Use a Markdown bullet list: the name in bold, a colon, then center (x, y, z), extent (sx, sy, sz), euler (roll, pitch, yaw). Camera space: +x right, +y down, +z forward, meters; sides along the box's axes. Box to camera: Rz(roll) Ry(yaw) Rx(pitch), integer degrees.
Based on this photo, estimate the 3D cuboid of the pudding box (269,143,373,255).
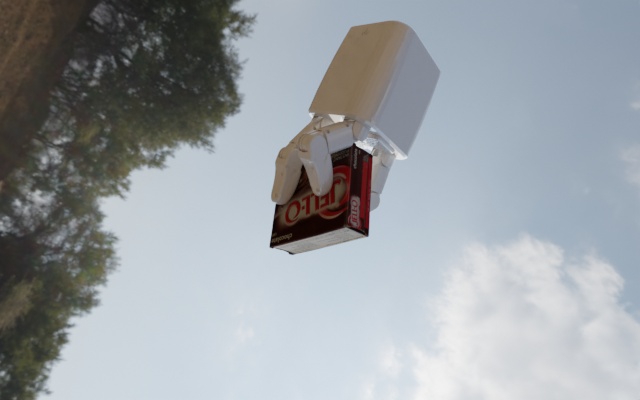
- **pudding box**: center (0.000, 0.002, 0.488), extent (0.039, 0.090, 0.113), euler (26, -32, -35)
